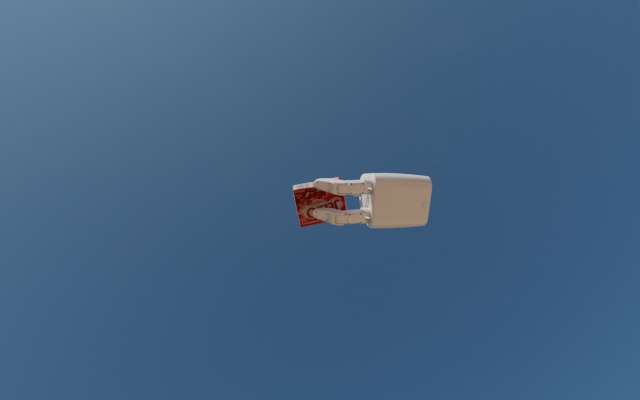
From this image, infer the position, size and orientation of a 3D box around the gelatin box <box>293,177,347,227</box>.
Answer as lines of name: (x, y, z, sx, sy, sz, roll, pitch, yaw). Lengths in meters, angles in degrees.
gelatin box: (0.000, 0.003, 0.860, 0.089, 0.073, 0.030, -11, 21, 0)
